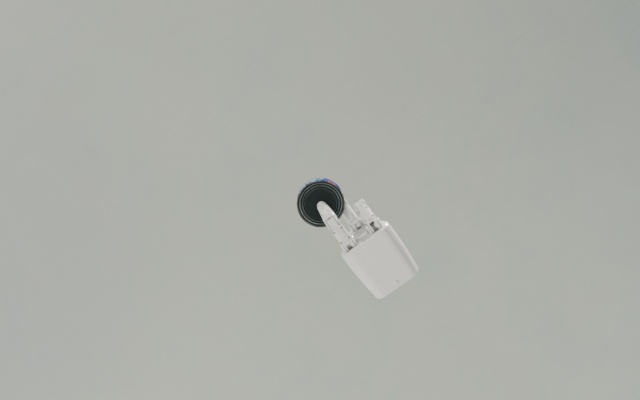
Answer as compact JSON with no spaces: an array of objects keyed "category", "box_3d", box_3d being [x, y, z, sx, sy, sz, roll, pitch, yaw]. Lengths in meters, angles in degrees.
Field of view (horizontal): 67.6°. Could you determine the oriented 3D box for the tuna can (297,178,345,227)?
[{"category":"tuna can","box_3d":[0.000,0.003,0.861,0.086,0.086,0.033,0,15,-2]}]
